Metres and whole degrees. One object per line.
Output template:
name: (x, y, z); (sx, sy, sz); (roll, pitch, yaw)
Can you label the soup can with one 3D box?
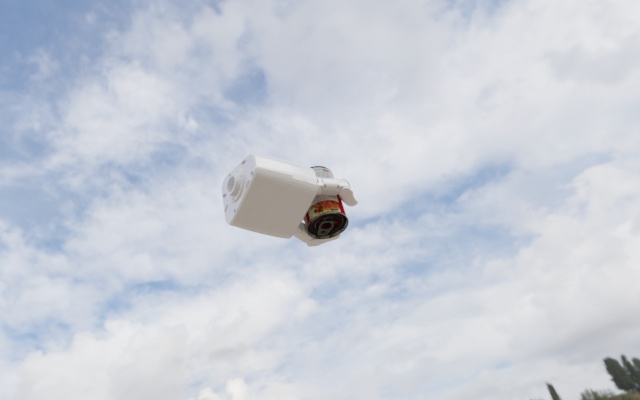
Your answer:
soup can: (0.001, 0.002, 0.776); (0.068, 0.102, 0.069); (-10, -38, -8)
